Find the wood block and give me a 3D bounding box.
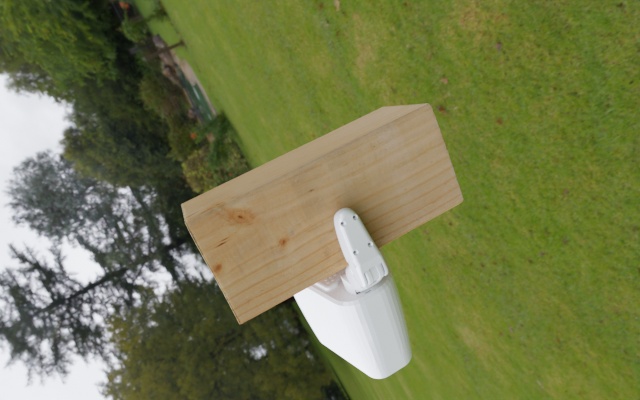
[{"bbox_3d":[0.000,0.002,0.401,0.206,0.090,0.091,-27,17,-12],"label":"wood block"}]
